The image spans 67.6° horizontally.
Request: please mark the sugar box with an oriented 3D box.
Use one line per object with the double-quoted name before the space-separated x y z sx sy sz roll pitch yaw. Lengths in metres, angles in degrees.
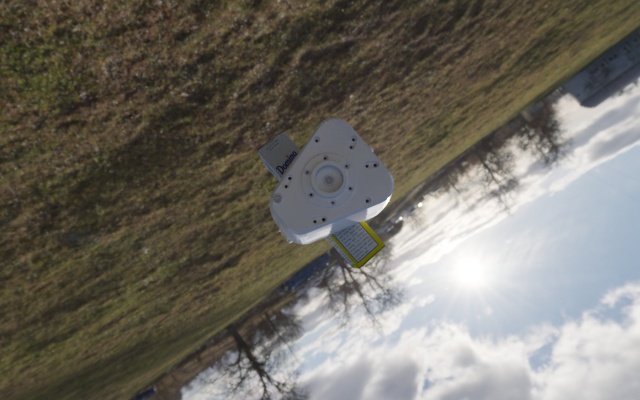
"sugar box" 0.001 0.002 0.572 0.048 0.176 0.093 -38 -5 -5
